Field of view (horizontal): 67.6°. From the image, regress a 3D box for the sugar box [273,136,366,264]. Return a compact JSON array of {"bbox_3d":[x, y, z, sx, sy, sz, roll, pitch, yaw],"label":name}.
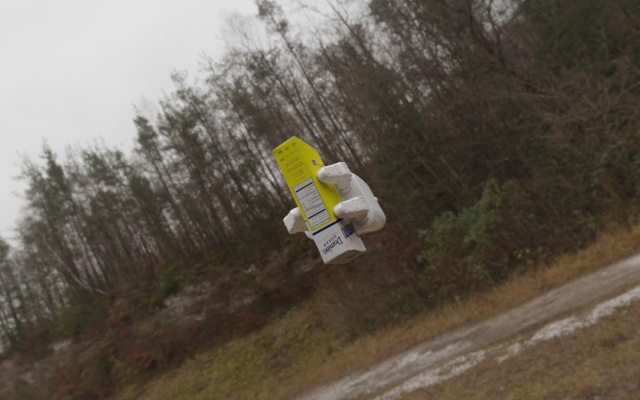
[{"bbox_3d":[0.001,0.002,0.671,0.048,0.176,0.093,-32,-15,14],"label":"sugar box"}]
